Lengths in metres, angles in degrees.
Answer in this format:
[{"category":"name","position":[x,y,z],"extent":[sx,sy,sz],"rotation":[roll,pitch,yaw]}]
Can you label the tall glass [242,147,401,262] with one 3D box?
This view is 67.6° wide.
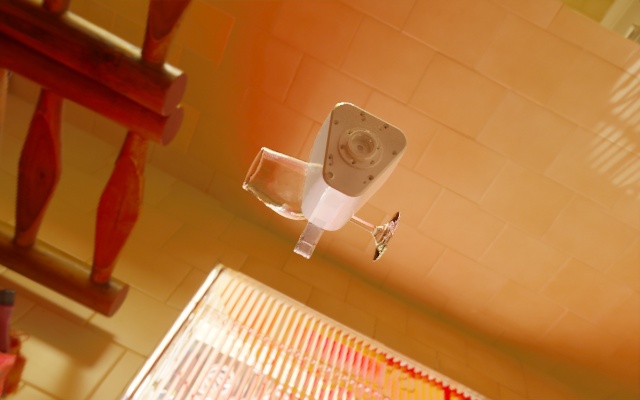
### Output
[{"category":"tall glass","position":[0.001,0.002,0.632],"extent":[0.201,0.079,0.079],"rotation":[27,-1,-1]}]
